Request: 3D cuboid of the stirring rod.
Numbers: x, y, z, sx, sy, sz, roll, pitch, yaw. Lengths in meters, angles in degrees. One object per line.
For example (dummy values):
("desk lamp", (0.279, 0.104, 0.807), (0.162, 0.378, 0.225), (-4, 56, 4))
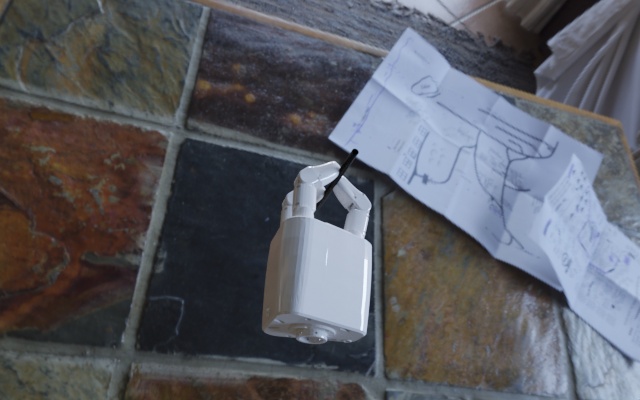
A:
("stirring rod", (0.000, 0.002, 0.626), (0.011, 0.011, 0.240), (0, -28, -21))
